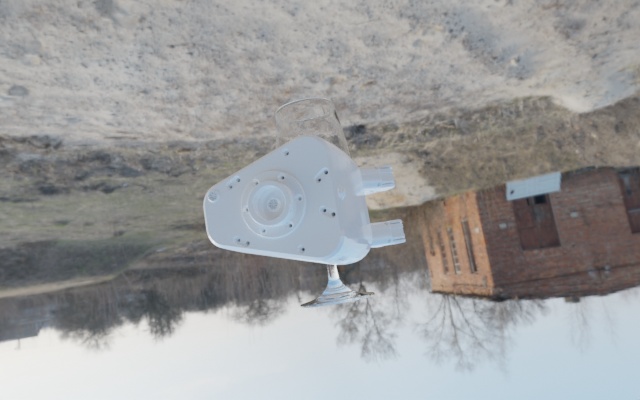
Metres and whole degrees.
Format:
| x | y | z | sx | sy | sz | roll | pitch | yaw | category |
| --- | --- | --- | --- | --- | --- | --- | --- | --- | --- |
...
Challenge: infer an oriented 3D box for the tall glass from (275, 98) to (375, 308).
| x | y | z | sx | sy | sz | roll | pitch | yaw | category |
| --- | --- | --- | --- | --- | --- | --- | --- | --- | --- |
| 0.000 | 0.002 | 0.484 | 0.079 | 0.201 | 0.079 | -10 | -8 | -1 | tall glass |
